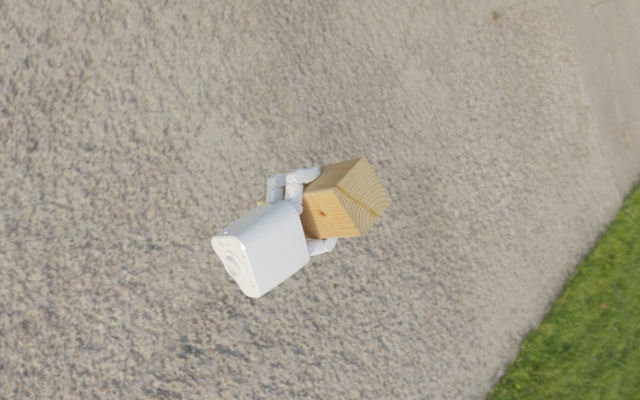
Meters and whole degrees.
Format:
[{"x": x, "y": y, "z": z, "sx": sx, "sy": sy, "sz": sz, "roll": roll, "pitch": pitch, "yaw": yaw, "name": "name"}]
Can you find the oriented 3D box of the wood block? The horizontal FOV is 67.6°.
[{"x": 0.000, "y": 0.003, "z": 0.786, "sx": 0.206, "sy": 0.091, "sz": 0.090, "roll": -8, "pitch": 32, "yaw": 51, "name": "wood block"}]
